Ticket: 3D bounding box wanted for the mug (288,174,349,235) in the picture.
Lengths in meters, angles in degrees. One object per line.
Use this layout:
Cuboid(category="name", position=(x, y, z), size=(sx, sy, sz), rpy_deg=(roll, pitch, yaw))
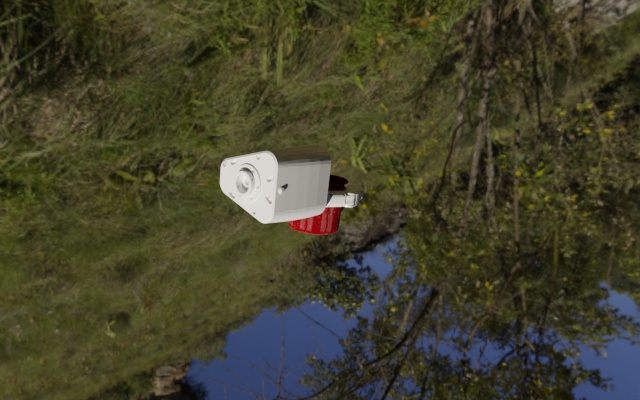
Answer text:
Cuboid(category="mug", position=(0.001, 0.002, 0.751), size=(0.093, 0.081, 0.117), rpy_deg=(16, 16, 37))
